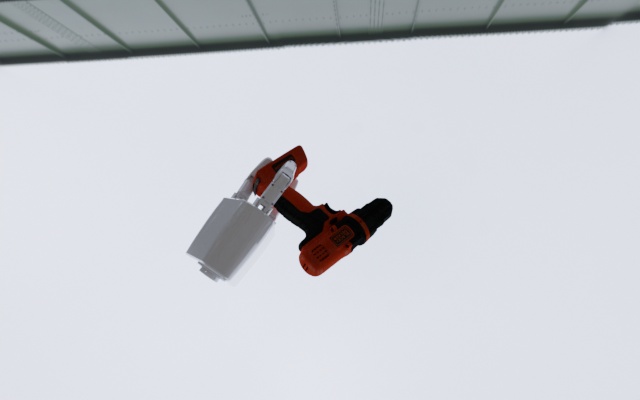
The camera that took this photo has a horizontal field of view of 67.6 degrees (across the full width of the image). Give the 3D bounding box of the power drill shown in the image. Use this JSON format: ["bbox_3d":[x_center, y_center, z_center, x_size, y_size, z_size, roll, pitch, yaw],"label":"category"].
[{"bbox_3d":[0.000,0.002,0.745,0.184,0.187,0.057,-35,-17,-30],"label":"power drill"}]
